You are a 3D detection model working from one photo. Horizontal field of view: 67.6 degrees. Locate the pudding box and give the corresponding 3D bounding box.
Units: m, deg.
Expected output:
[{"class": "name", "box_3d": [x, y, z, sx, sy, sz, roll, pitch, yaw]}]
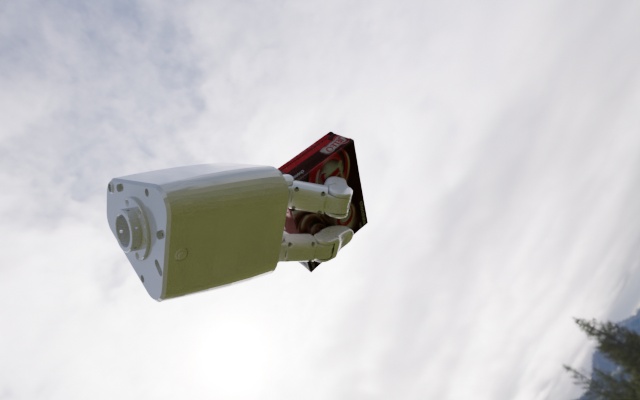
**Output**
[{"class": "pudding box", "box_3d": [0.000, 0.002, 0.476, 0.090, 0.114, 0.039, -38, 47, -26]}]
